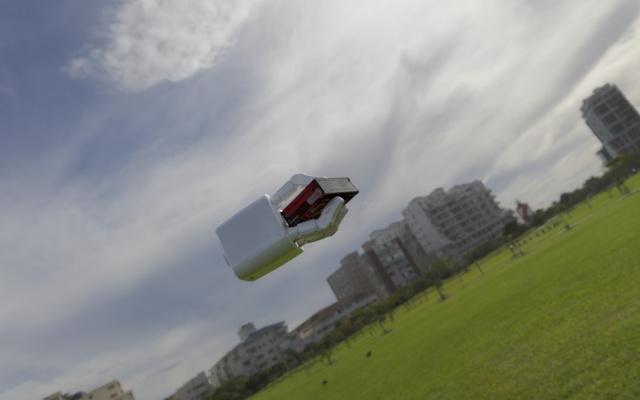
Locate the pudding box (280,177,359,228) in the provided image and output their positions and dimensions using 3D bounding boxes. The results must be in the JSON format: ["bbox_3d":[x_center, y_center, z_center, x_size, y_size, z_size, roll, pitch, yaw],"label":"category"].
[{"bbox_3d":[0.000,0.002,0.793,0.090,0.039,0.113,-43,-17,28],"label":"pudding box"}]
